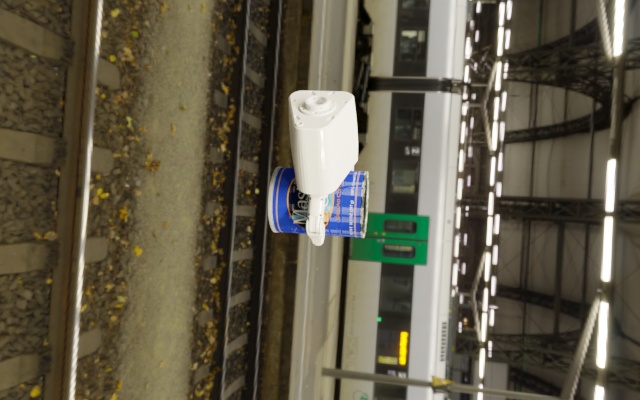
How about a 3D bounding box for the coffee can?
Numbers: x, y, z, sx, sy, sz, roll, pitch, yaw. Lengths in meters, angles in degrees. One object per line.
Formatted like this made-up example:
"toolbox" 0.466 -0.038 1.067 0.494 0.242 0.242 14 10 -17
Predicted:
"coffee can" 0.000 0.003 0.733 0.140 0.103 0.103 3 0 9
